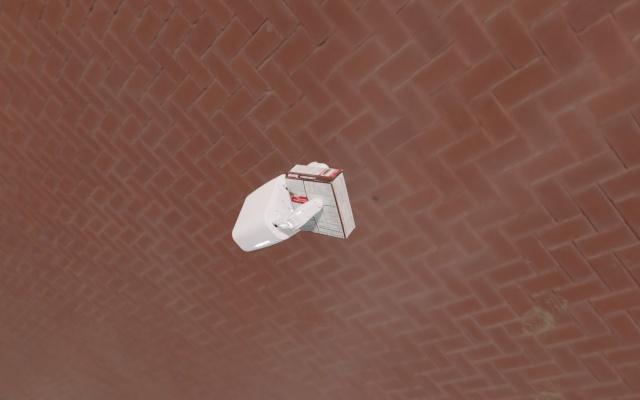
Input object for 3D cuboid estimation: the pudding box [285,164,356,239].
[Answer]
[{"bbox_3d":[0.000,0.003,0.748,0.090,0.114,0.039,8,42,31],"label":"pudding box"}]
